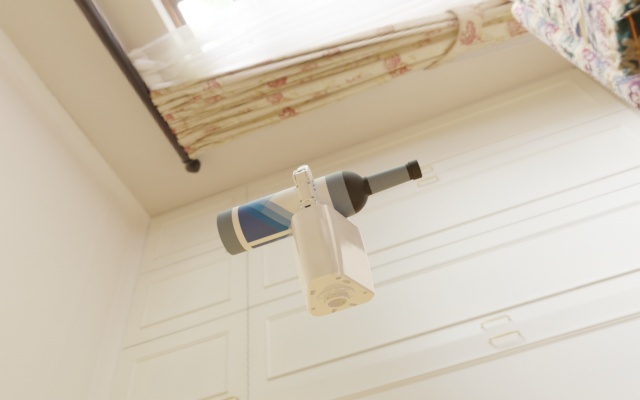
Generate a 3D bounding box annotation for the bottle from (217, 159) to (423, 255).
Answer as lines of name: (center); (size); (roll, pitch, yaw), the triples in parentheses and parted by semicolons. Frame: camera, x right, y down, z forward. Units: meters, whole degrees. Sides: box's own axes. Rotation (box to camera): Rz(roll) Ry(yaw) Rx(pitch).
bottle: (0.000, 0.002, 0.685); (0.296, 0.069, 0.069); (-19, -3, 7)
